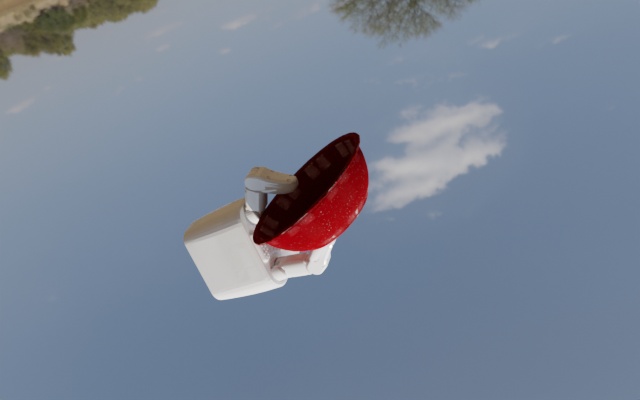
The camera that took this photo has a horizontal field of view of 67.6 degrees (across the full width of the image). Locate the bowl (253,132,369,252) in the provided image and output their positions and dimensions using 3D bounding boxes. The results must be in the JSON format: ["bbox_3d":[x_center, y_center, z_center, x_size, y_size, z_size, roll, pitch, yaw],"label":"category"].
[{"bbox_3d":[0.001,0.002,0.521,0.055,0.162,0.162,43,-14,-16],"label":"bowl"}]
